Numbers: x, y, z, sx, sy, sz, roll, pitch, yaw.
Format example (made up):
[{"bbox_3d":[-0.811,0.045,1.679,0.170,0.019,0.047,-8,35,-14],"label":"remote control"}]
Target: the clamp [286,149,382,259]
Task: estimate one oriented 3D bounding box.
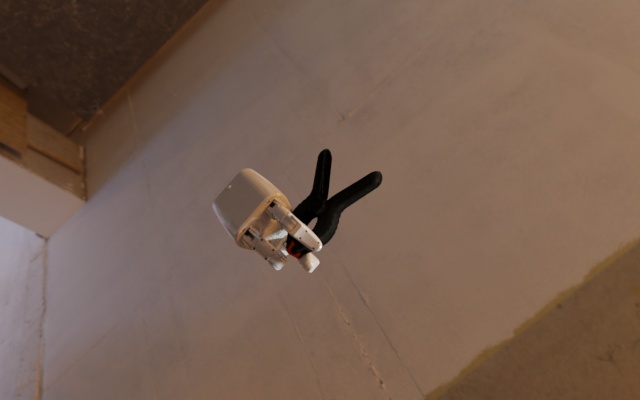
[{"bbox_3d":[0.000,0.003,0.699,0.039,0.171,0.120,42,-1,-43],"label":"clamp"}]
